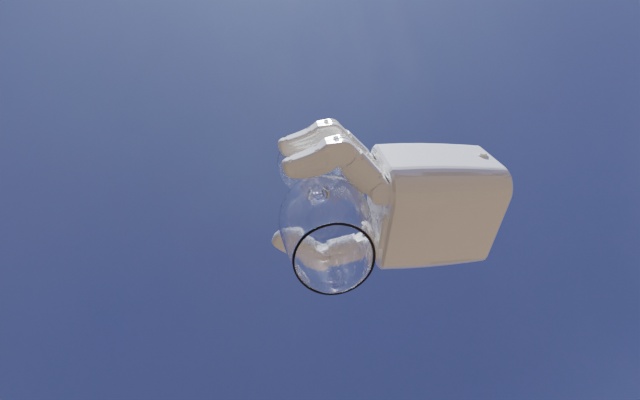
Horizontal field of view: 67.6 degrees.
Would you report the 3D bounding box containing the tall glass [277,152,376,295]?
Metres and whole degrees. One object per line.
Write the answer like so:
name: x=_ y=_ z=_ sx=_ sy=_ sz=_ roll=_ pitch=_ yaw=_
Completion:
tall glass: x=0.000 y=0.001 z=0.436 sx=0.079 sy=0.079 sz=0.201 roll=0 pitch=25 yaw=-6
